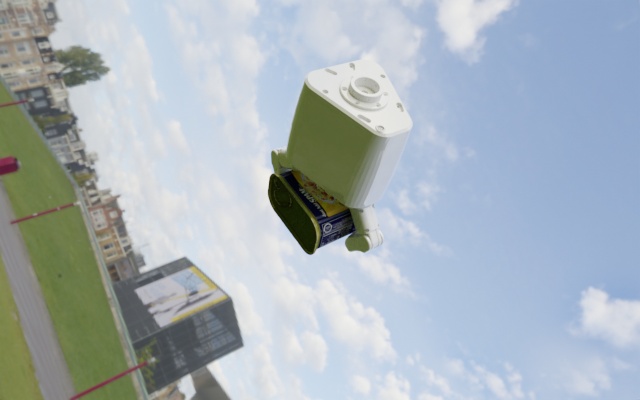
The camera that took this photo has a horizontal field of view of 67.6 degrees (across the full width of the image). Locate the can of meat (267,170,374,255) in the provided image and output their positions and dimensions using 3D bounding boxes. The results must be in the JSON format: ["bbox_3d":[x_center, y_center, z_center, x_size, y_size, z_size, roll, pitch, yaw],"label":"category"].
[{"bbox_3d":[0.000,0.002,0.557,0.084,0.102,0.057,-22,-34,-28],"label":"can of meat"}]
